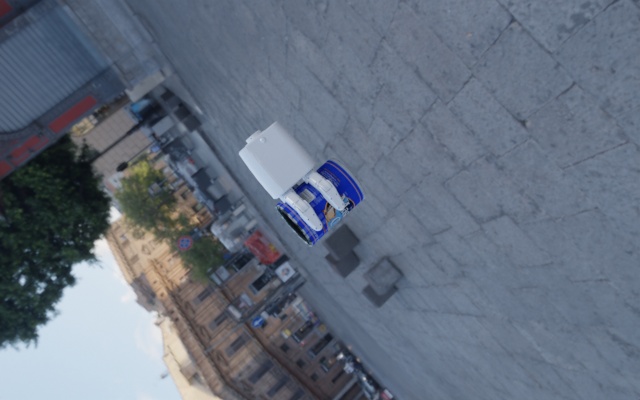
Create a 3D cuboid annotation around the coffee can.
[{"bbox_3d":[0.000,0.003,0.899,0.140,0.103,0.103,-42,10,-12],"label":"coffee can"}]
